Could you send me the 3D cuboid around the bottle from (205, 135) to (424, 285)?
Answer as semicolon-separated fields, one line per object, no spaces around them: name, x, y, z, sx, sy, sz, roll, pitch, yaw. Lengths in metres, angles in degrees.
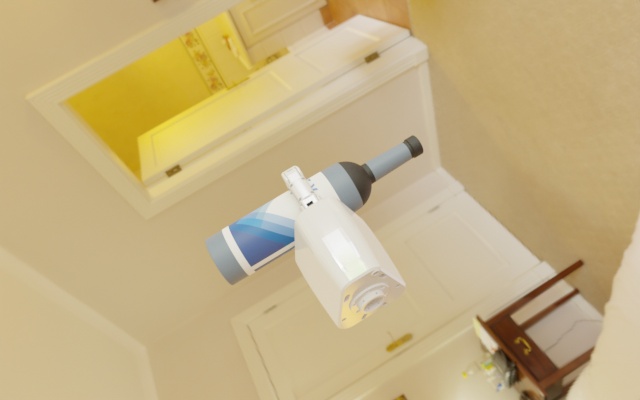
bottle;0.000;0.002;0.605;0.295;0.069;0.069;-31;3;-5
